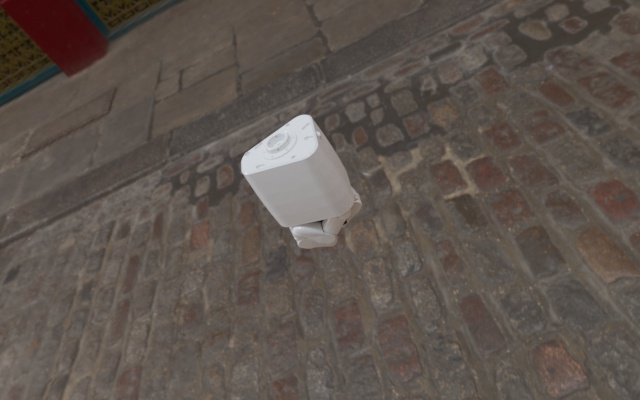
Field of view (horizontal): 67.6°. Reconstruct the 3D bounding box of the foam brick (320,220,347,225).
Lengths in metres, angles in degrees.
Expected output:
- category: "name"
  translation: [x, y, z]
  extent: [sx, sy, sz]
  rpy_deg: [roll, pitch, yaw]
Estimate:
- category: "foam brick"
  translation: [0.000, 0.002, 0.691]
  extent: [0.053, 0.078, 0.051]
  rpy_deg: [-25, -50, 11]
